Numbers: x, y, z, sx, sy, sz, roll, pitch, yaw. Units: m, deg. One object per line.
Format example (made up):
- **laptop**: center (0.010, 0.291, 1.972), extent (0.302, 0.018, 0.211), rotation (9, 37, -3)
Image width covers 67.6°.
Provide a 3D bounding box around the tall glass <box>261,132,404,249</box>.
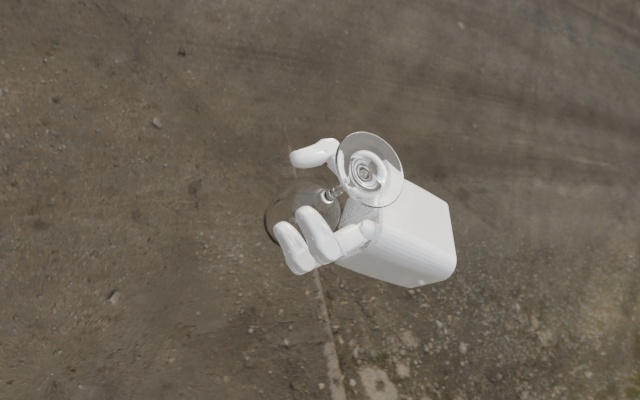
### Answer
- **tall glass**: center (0.000, 0.001, 0.516), extent (0.079, 0.079, 0.201), rotation (0, -18, -29)
